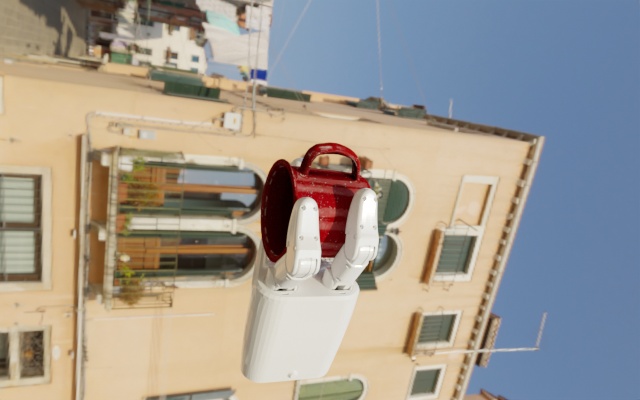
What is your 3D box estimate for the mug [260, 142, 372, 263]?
[{"bbox_3d":[0.001,0.000,0.435,0.081,0.117,0.093,4,28,-24],"label":"mug"}]
